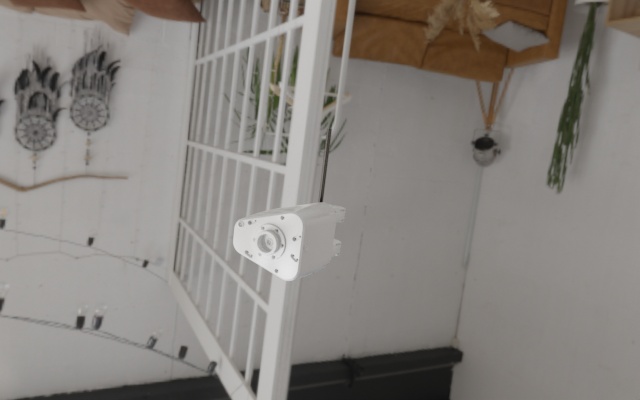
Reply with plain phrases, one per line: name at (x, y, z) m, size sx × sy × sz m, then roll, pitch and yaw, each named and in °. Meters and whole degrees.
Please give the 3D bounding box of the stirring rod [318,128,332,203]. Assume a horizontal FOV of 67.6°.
stirring rod at (0.000, 0.002, 0.784) m, size 0.011 × 0.239 × 0.011 m, roll 7°, pitch 7°, yaw -1°
